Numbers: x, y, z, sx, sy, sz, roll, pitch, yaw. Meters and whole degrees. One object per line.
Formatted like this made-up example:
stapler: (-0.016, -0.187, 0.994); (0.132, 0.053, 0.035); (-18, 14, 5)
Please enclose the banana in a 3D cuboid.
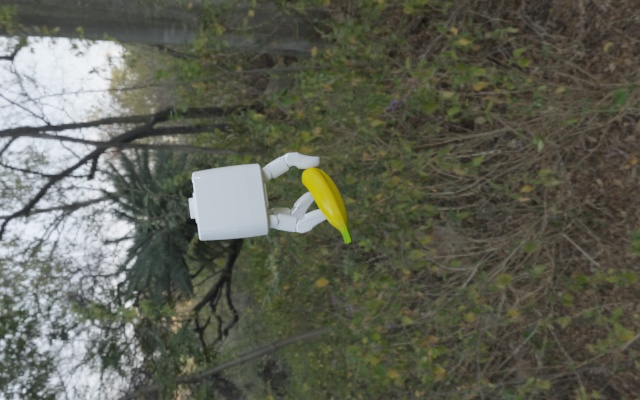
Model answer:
banana: (0.000, -0.012, 0.743); (0.037, 0.070, 0.197); (-11, 33, -13)
